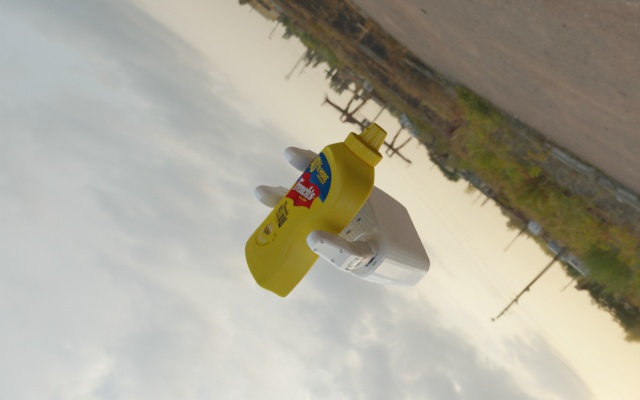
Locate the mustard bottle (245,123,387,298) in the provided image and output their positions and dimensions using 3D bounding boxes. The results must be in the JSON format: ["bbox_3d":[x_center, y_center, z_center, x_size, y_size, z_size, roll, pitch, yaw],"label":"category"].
[{"bbox_3d":[0.000,0.002,0.484,0.058,0.192,0.096,33,16,-25],"label":"mustard bottle"}]
